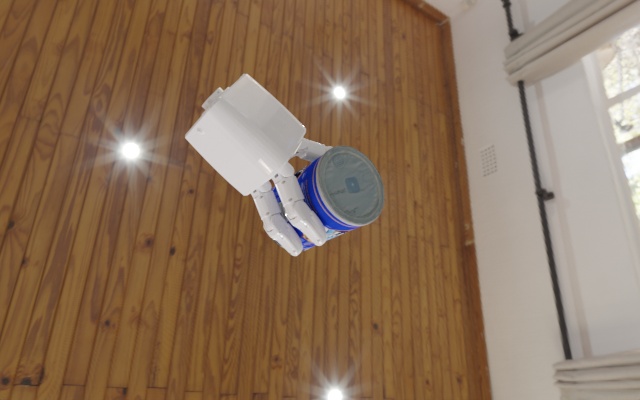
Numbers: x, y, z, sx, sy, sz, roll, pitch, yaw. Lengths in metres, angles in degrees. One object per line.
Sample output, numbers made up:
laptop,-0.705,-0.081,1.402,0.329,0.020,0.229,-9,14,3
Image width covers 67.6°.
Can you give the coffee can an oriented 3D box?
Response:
coffee can,0.000,0.002,0.631,0.103,0.102,0.140,0,-18,-37
